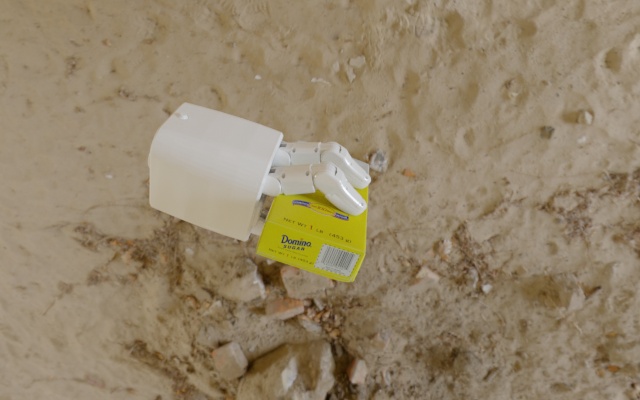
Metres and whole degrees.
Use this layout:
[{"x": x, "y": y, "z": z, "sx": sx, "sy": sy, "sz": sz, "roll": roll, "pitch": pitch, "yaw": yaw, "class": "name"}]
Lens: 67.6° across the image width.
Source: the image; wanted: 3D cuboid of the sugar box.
[{"x": 0.000, "y": 0.001, "z": 0.488, "sx": 0.093, "sy": 0.048, "sz": 0.176, "roll": 19, "pitch": 33, "yaw": -5, "class": "sugar box"}]
